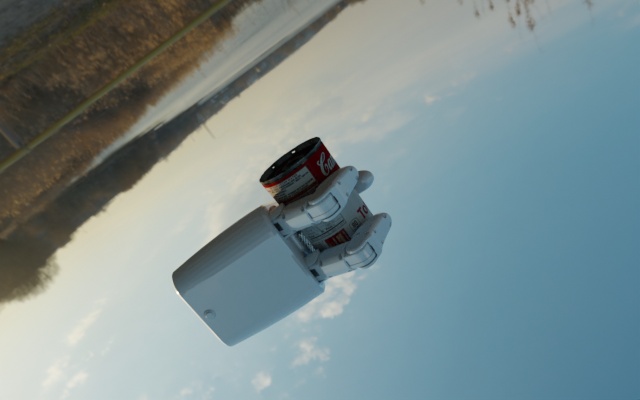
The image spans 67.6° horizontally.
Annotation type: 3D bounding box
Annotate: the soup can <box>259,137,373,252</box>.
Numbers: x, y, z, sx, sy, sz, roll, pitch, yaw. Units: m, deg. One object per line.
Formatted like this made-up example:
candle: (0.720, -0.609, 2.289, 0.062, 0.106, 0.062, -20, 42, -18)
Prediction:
soup can: (0.001, 0.001, 0.447, 0.068, 0.102, 0.068, -33, 17, 12)
